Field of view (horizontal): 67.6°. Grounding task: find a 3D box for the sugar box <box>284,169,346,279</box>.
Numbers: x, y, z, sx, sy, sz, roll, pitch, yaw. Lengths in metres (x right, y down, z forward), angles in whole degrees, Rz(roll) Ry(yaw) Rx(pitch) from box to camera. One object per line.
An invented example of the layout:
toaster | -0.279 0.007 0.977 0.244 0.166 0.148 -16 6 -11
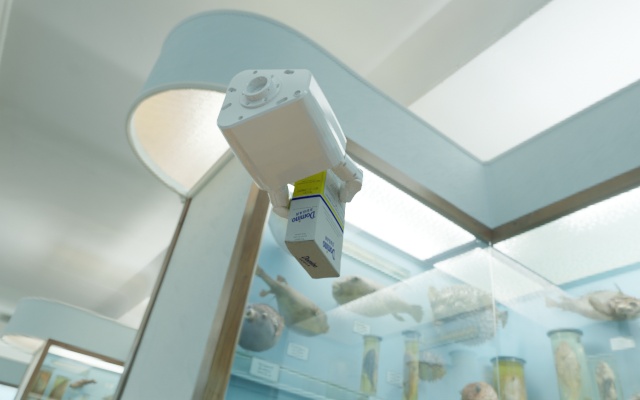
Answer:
sugar box | 0.000 0.002 0.617 0.048 0.176 0.093 -6 -38 22
